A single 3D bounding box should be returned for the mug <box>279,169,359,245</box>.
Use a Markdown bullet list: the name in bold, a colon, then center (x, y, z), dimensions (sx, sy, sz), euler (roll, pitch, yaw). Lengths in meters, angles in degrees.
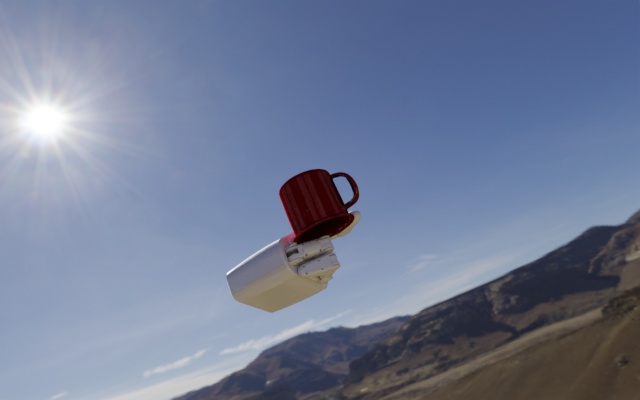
- **mug**: center (0.001, 0.001, 0.681), dimensions (0.117, 0.081, 0.093), euler (-31, -21, 20)
